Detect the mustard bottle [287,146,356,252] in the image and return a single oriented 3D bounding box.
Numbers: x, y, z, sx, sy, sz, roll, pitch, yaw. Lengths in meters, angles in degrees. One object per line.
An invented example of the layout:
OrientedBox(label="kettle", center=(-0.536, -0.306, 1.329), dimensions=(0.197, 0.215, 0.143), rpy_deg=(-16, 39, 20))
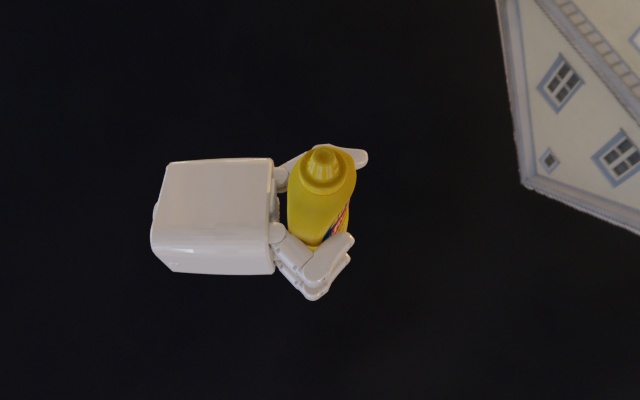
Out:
OrientedBox(label="mustard bottle", center=(0.000, 0.002, 0.467), dimensions=(0.058, 0.096, 0.192), rpy_deg=(22, -22, 8))
